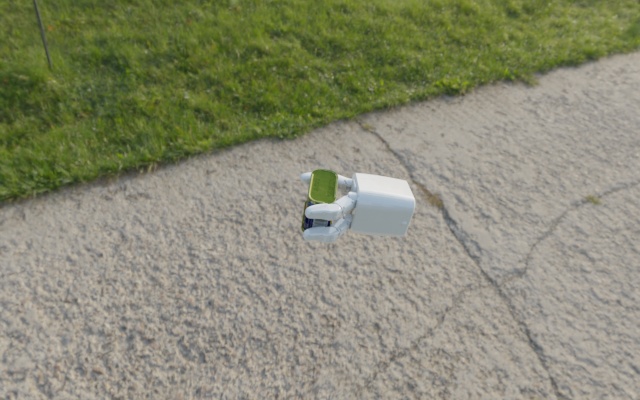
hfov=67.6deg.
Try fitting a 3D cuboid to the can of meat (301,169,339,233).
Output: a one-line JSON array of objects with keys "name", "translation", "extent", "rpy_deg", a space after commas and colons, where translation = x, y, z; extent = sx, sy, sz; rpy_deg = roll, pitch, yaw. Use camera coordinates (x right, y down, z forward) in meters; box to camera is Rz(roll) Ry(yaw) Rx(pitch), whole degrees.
[{"name": "can of meat", "translation": [0.000, 0.003, 0.885], "extent": [0.057, 0.084, 0.102], "rpy_deg": [9, 42, -2]}]
